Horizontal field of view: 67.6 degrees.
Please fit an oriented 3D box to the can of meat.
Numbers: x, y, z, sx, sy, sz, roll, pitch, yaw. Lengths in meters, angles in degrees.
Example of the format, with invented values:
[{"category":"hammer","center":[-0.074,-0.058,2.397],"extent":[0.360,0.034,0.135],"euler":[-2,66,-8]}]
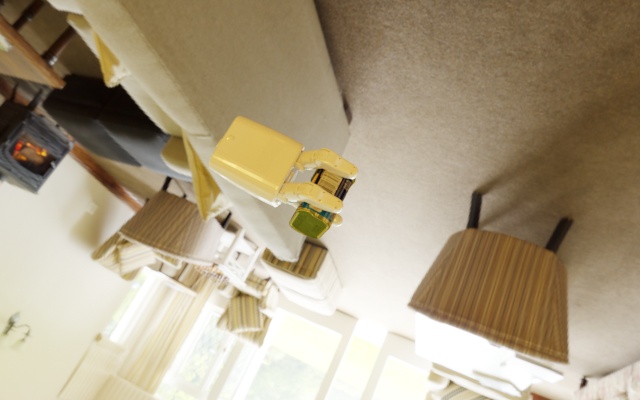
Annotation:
[{"category":"can of meat","center":[0.000,0.003,0.692],"extent":[0.057,0.084,0.102],"euler":[29,-22,-3]}]
